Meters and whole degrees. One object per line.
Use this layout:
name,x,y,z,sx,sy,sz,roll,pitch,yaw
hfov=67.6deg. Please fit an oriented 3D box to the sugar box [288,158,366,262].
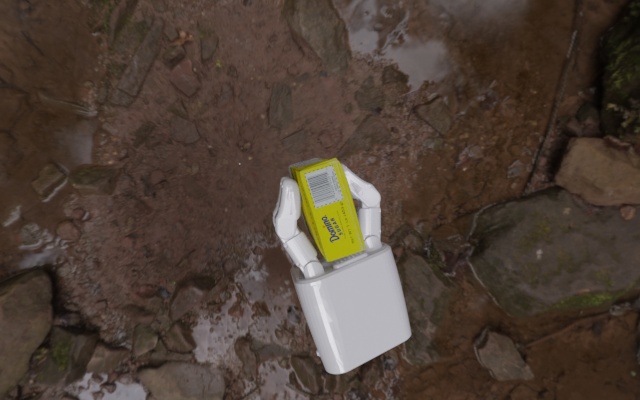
sugar box,0.000,0.002,0.528,0.048,0.093,0.176,-17,7,-8
